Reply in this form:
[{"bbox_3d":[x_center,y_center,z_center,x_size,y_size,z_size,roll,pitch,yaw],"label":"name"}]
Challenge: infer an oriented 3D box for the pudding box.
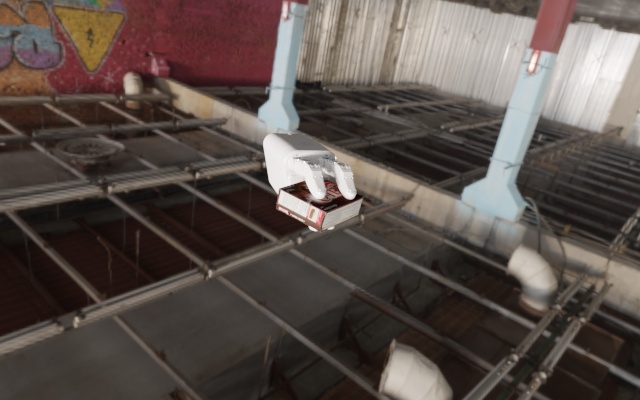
[{"bbox_3d":[0.000,0.003,0.742,0.090,0.039,0.113,25,28,27],"label":"pudding box"}]
